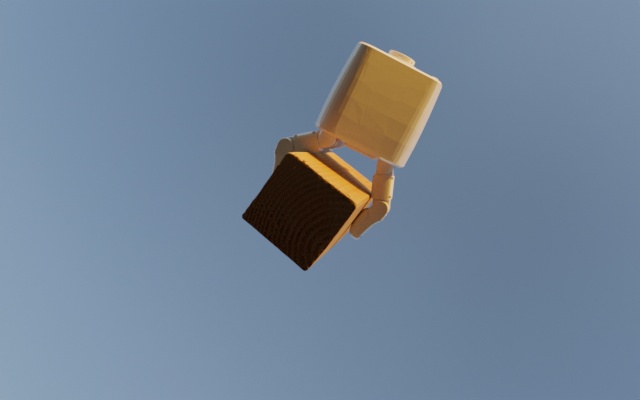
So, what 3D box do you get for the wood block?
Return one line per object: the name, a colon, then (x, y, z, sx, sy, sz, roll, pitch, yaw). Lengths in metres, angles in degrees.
wood block: (0.001, 0.002, 0.577, 0.091, 0.090, 0.206, 39, 13, 7)
